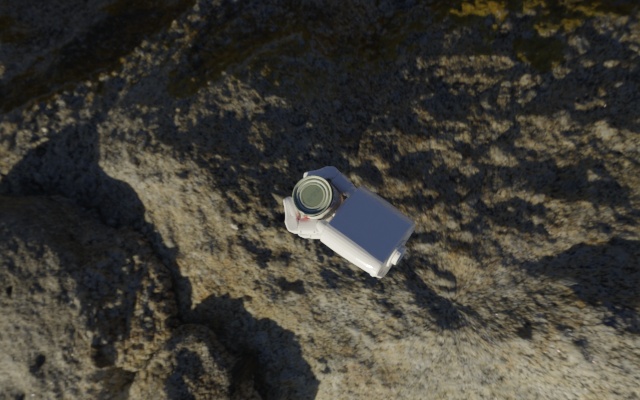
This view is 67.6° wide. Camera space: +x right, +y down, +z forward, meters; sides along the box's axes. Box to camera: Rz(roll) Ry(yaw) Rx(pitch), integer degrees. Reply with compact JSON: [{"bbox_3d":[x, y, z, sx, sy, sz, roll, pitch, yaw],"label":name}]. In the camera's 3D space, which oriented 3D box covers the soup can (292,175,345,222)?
[{"bbox_3d":[0.000,0.002,0.784,0.068,0.068,0.102,0,-12,15],"label":"soup can"}]
